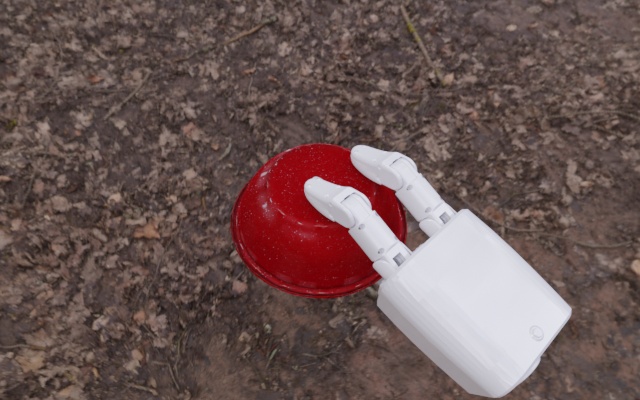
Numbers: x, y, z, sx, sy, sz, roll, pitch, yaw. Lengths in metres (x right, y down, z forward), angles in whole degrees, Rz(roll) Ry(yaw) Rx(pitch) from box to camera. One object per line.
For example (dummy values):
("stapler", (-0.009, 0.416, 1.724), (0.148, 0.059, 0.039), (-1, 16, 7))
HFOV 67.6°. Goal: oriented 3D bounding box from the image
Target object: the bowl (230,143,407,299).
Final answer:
("bowl", (-0.001, 0.001, 0.420), (0.162, 0.162, 0.055), (0, -38, -3))
